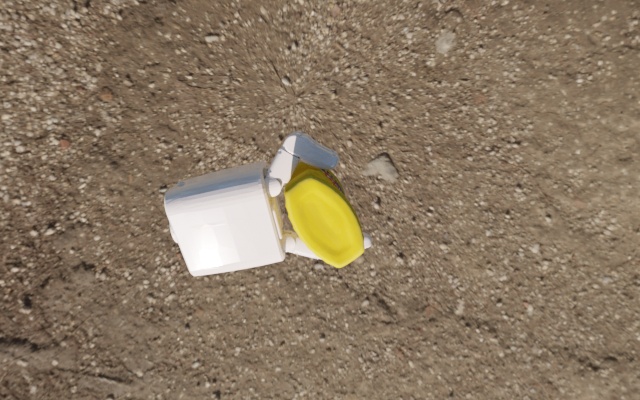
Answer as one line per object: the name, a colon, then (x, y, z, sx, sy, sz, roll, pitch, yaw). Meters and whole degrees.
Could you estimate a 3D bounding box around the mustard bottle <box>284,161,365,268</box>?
mustard bottle: (0.000, 0.002, 0.535, 0.058, 0.096, 0.191, -36, 11, 5)
